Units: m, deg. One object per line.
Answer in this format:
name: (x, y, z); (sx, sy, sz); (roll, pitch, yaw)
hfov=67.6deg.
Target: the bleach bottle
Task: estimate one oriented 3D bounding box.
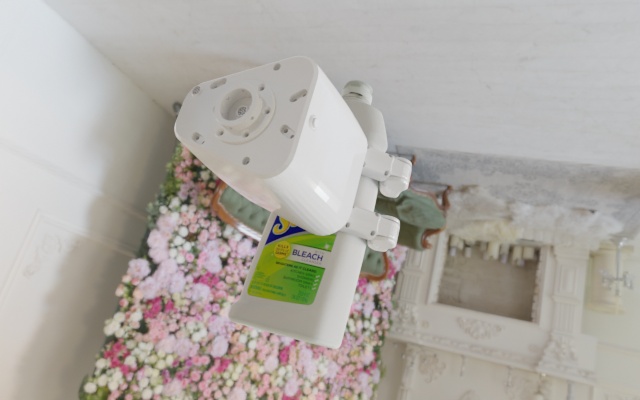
bleach bottle: (0.000, 0.002, 0.449); (0.102, 0.250, 0.068); (6, -19, 26)
